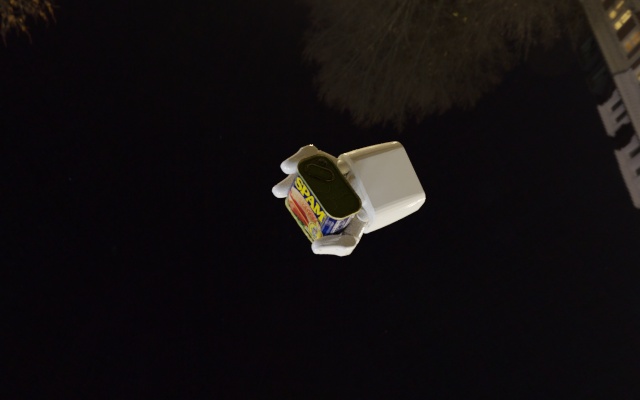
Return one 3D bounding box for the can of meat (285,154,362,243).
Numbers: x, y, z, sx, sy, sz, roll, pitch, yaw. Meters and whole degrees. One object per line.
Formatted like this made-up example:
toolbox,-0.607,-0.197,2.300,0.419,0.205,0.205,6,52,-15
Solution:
can of meat,0.000,0.002,0.660,0.057,0.102,0.084,-22,-23,-31
